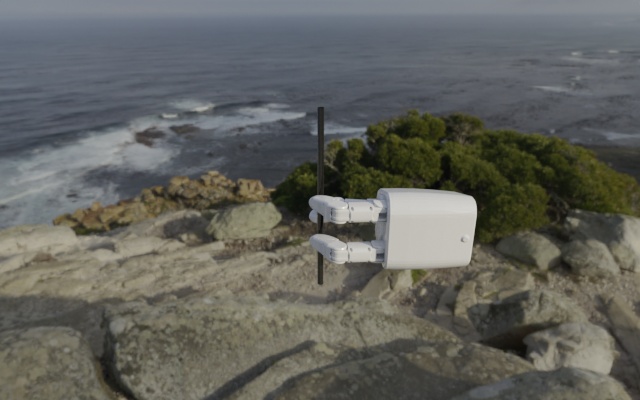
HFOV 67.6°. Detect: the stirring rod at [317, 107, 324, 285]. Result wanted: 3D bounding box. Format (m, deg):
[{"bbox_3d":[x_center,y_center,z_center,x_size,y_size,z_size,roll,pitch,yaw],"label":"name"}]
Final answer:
[{"bbox_3d":[0.000,0.002,0.607,0.011,0.240,0.011,0,23,0],"label":"stirring rod"}]
